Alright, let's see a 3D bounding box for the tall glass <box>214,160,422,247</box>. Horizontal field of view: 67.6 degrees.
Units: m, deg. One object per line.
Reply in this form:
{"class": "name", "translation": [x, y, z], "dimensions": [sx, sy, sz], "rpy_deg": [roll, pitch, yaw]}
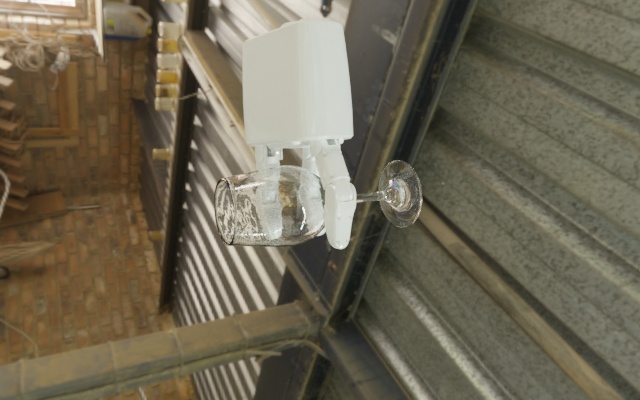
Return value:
{"class": "tall glass", "translation": [0.001, 0.002, 0.477], "dimensions": [0.201, 0.079, 0.079], "rpy_deg": [-6, 3, -28]}
